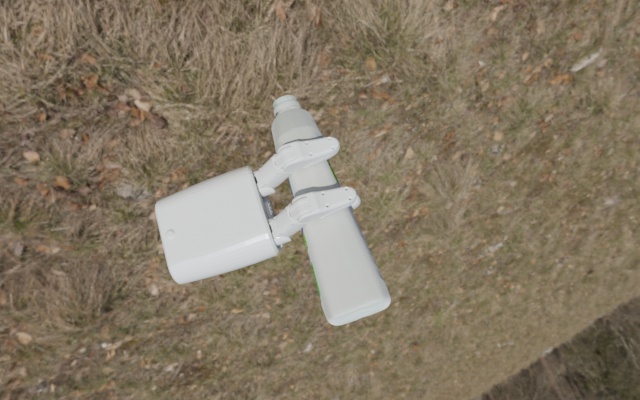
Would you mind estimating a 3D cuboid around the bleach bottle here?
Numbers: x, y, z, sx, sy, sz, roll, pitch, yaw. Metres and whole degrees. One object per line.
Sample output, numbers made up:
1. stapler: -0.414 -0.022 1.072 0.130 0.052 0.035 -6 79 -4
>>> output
1. bleach bottle: 0.000 0.002 0.514 0.068 0.250 0.103 -20 -19 0
